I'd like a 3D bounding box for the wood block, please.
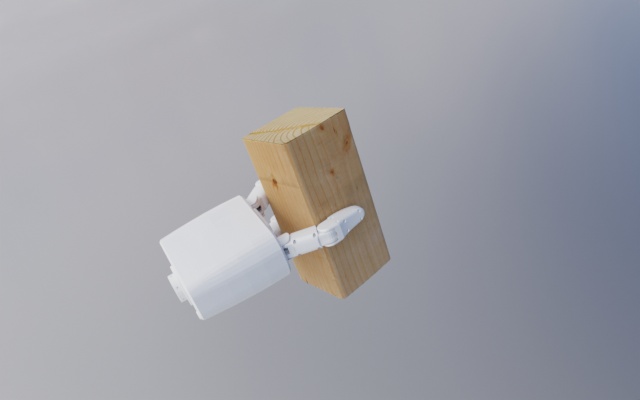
[{"bbox_3d":[0.000,0.002,0.573,0.090,0.206,0.091,-35,30,-28],"label":"wood block"}]
